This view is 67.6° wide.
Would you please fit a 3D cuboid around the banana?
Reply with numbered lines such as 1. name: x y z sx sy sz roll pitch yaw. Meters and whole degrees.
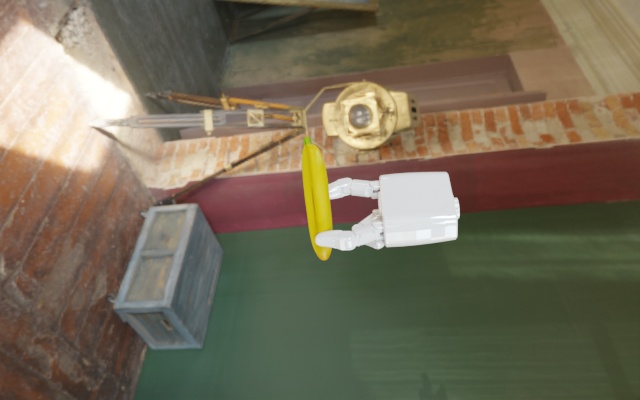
1. banana: -0.002 0.002 0.727 0.037 0.198 0.069 -5 8 7
